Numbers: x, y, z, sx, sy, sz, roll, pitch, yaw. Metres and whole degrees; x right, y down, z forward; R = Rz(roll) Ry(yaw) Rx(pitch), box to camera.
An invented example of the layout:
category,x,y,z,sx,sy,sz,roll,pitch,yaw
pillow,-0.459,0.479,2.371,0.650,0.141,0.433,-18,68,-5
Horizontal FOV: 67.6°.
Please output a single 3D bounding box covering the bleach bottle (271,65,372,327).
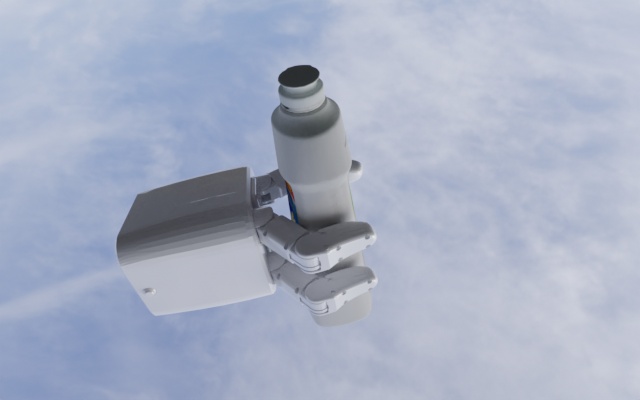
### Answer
category,x,y,z,sx,sy,sz,roll,pitch,yaw
bleach bottle,0.000,0.001,0.405,0.068,0.251,0.102,-13,44,-3
